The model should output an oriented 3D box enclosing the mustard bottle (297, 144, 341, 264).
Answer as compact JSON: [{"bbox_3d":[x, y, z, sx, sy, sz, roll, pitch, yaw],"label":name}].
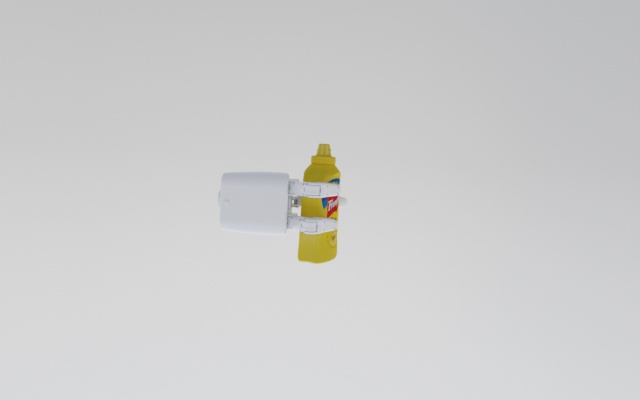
[{"bbox_3d":[0.000,0.003,0.788,0.058,0.191,0.096,5,6,23],"label":"mustard bottle"}]
